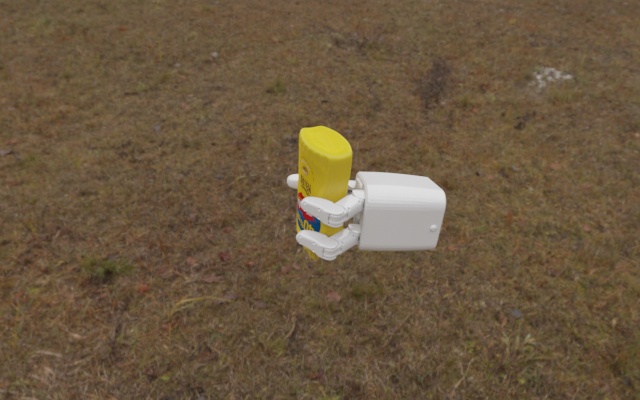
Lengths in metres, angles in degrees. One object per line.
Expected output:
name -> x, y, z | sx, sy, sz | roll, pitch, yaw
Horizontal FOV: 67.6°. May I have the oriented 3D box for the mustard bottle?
mustard bottle -> 0.000, 0.002, 0.657 | 0.058, 0.192, 0.096 | -12, 36, -24
